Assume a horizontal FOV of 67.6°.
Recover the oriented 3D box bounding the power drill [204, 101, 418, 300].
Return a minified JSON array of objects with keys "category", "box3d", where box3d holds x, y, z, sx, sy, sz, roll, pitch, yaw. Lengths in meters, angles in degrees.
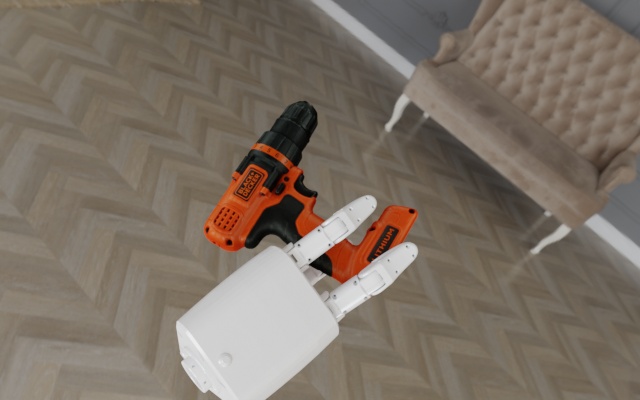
[{"category":"power drill","box3d":[0.000,0.002,0.494,0.187,0.184,0.057,28,-15,12]}]
